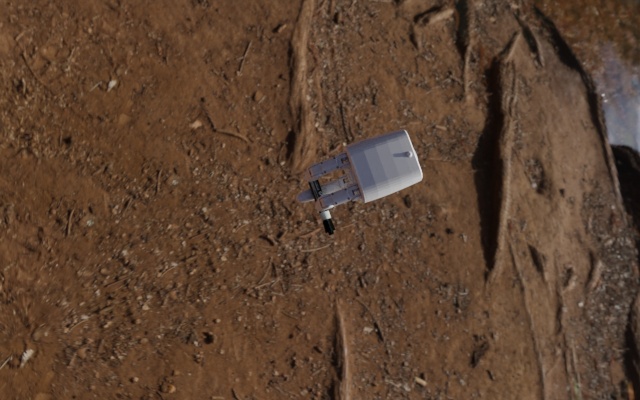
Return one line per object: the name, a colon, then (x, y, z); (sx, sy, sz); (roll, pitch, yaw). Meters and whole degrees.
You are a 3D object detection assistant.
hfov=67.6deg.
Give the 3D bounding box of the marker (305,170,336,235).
marker: (0.000, 0.003, 0.838); (0.020, 0.121, 0.020); (-19, -4, -1)
